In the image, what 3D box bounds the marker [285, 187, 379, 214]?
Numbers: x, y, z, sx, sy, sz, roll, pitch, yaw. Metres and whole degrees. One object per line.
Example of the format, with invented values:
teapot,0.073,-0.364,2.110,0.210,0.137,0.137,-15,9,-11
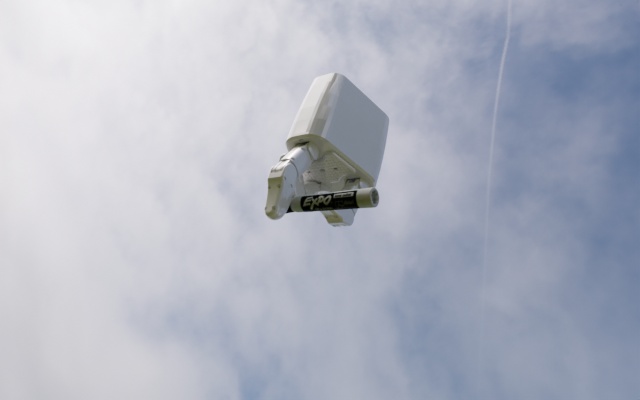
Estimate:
marker,0.000,0.002,0.473,0.121,0.020,0.020,-5,-3,33
